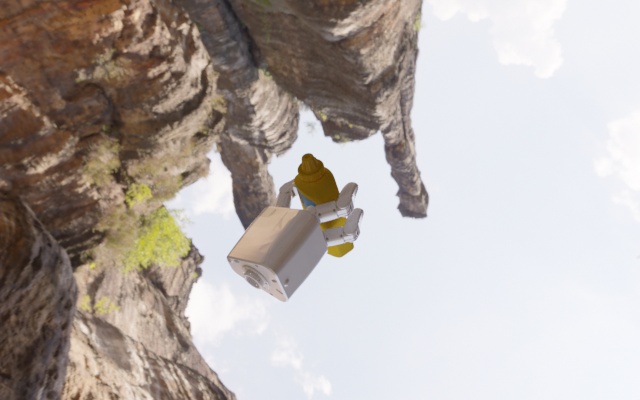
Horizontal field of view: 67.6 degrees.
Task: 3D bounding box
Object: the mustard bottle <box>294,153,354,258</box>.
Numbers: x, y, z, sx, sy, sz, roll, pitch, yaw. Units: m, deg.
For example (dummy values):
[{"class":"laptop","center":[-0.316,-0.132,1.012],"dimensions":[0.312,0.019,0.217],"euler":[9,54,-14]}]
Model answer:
[{"class":"mustard bottle","center":[0.000,0.002,0.762],"dimensions":[0.058,0.192,0.096],"euler":[-32,46,-15]}]
